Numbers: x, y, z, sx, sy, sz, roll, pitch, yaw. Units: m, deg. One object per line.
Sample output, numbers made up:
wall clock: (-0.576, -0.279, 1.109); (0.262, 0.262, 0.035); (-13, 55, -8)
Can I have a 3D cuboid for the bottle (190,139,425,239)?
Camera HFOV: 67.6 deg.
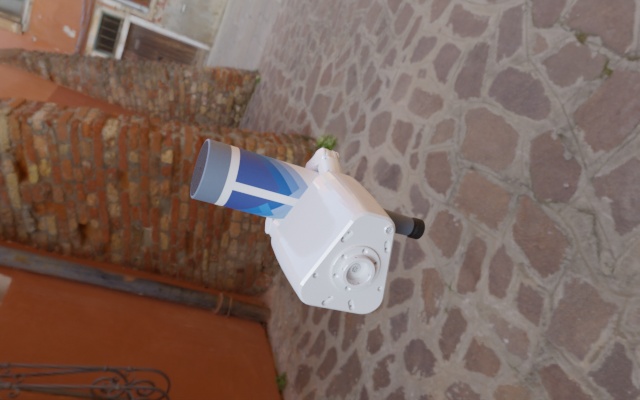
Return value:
bottle: (0.000, 0.002, 0.570); (0.296, 0.069, 0.069); (16, -7, -24)
